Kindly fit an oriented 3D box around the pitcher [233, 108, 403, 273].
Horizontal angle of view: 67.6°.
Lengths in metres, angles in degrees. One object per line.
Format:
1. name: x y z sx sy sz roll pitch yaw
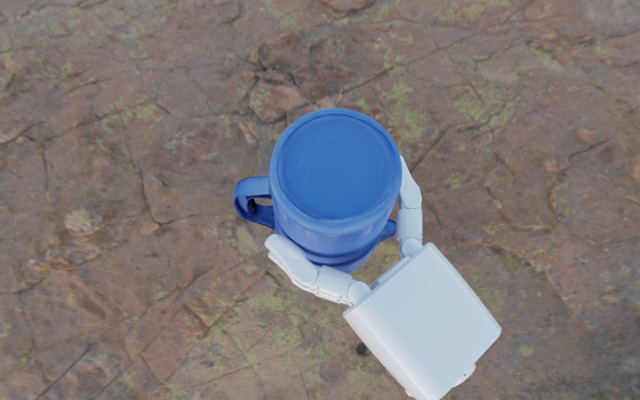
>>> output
1. pitcher: 0.000 0.002 0.490 0.149 0.145 0.243 -36 -11 -9
